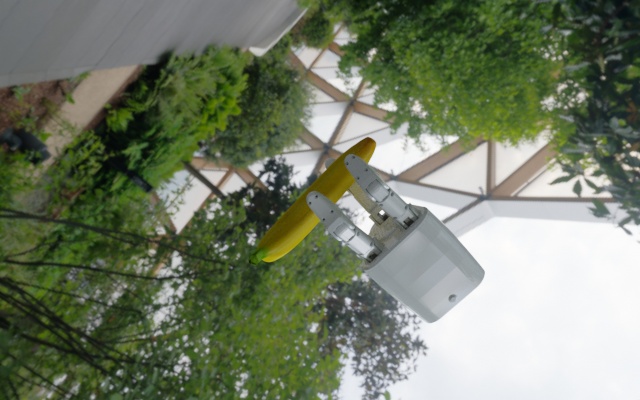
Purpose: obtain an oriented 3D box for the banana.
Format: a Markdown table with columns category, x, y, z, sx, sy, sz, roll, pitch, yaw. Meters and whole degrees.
| category | x | y | z | sx | sy | sz | roll | pitch | yaw |
| --- | --- | --- | --- | --- | --- | --- | --- | --- | --- |
| banana | -0.007 | 0.006 | 0.553 | 0.037 | 0.197 | 0.069 | 44 | -13 | -7 |
